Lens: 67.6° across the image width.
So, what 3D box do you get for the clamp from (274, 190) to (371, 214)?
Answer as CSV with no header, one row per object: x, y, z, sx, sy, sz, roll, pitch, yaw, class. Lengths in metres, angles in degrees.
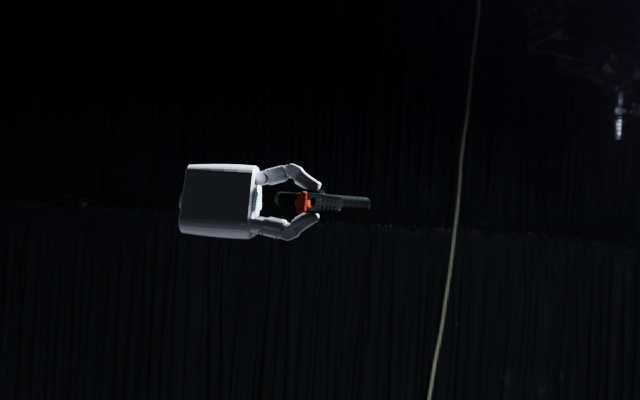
0.000,0.002,0.729,0.164,0.036,0.210,3,1,2,clamp
